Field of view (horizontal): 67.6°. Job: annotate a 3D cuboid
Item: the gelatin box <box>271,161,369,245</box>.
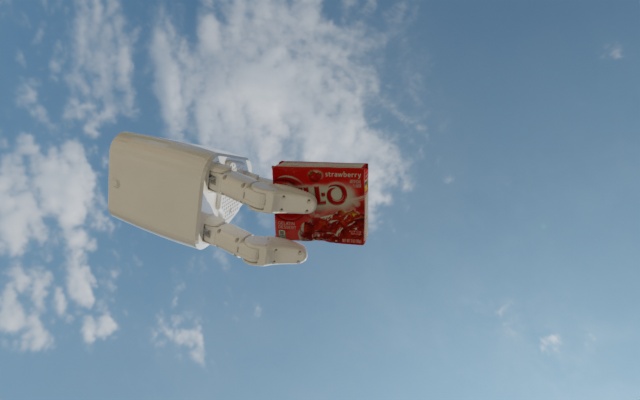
[{"bbox_3d":[0.001,0.001,0.450,0.089,0.073,0.030,3,16,14],"label":"gelatin box"}]
